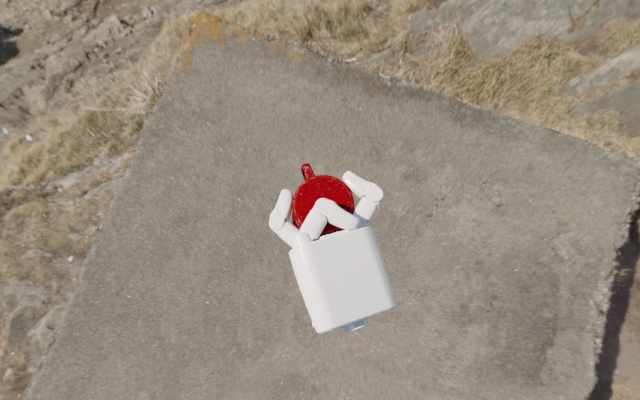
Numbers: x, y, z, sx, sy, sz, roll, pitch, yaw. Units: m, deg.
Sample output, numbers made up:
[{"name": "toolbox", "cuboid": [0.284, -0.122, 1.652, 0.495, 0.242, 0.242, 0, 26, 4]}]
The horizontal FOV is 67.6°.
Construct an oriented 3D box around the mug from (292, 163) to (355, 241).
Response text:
[{"name": "mug", "cuboid": [0.000, 0.001, 0.657, 0.093, 0.117, 0.081, -19, -12, -3]}]
